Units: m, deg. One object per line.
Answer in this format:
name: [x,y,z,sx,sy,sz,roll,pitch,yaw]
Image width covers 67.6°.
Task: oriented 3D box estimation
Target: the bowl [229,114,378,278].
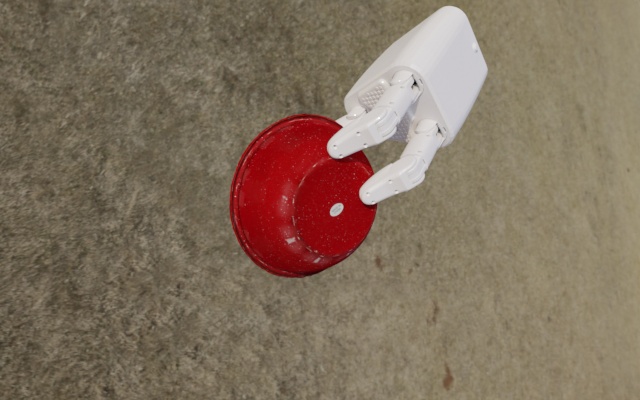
bowl: [0.000,0.003,0.446,0.162,0.162,0.055,0,10,-34]
